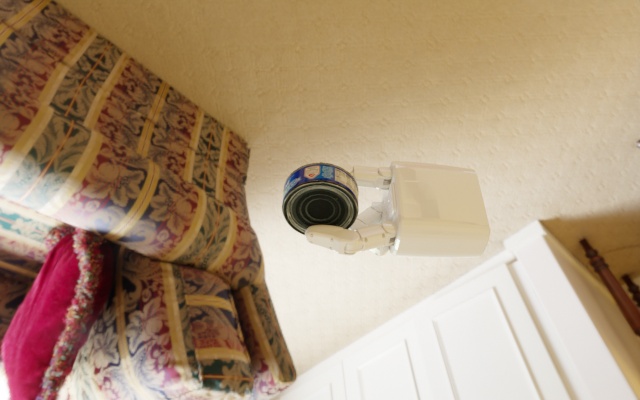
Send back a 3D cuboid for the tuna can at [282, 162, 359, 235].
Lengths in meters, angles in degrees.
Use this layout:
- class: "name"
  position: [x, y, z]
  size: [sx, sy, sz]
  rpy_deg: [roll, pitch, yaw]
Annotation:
- class: "tuna can"
  position: [0.000, 0.002, 0.532]
  size: [0.086, 0.086, 0.033]
  rpy_deg: [0, 40, 2]
